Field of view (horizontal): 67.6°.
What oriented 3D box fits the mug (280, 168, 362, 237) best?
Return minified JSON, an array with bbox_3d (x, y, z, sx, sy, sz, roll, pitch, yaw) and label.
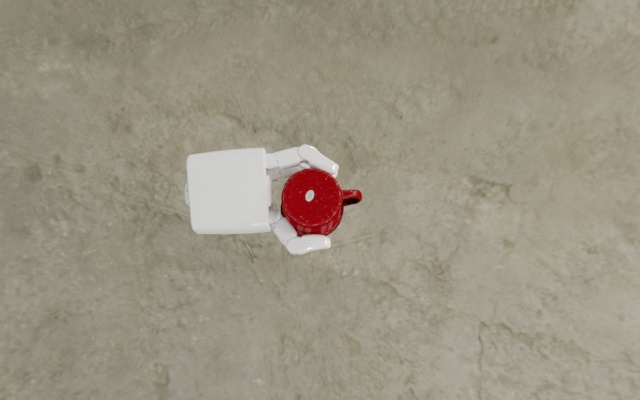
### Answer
[{"bbox_3d":[0.002,0.002,0.662,0.117,0.093,0.081,-6,-11,-2],"label":"mug"}]
